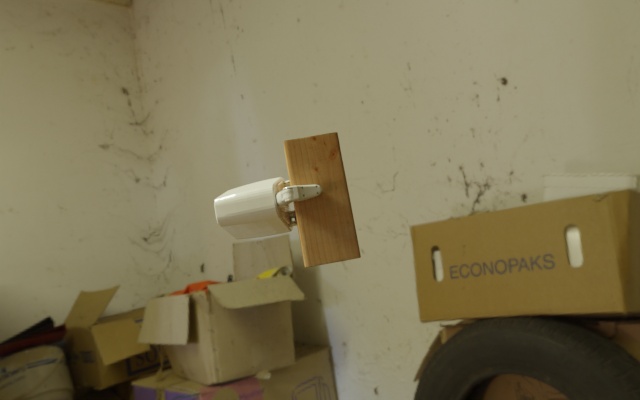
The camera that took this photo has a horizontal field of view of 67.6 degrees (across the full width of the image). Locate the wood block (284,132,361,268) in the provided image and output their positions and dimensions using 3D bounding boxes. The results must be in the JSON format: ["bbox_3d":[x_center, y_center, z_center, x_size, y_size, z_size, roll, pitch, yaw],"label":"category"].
[{"bbox_3d":[0.000,0.003,0.797,0.090,0.206,0.091,-10,-6,-4],"label":"wood block"}]
